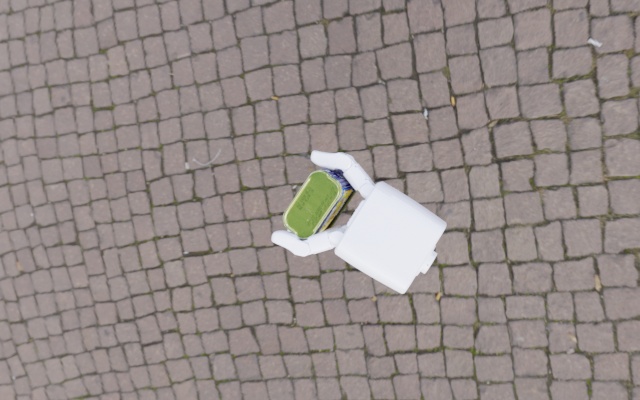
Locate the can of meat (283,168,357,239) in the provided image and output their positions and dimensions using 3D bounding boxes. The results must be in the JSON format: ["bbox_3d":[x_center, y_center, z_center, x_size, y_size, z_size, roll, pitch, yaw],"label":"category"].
[{"bbox_3d":[0.000,0.002,0.674,0.057,0.102,0.084,37,15,10],"label":"can of meat"}]
